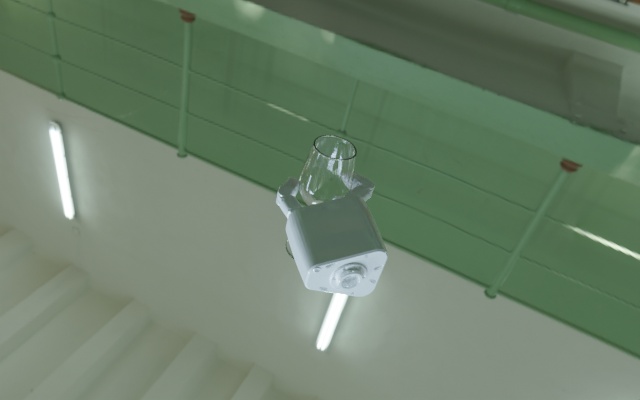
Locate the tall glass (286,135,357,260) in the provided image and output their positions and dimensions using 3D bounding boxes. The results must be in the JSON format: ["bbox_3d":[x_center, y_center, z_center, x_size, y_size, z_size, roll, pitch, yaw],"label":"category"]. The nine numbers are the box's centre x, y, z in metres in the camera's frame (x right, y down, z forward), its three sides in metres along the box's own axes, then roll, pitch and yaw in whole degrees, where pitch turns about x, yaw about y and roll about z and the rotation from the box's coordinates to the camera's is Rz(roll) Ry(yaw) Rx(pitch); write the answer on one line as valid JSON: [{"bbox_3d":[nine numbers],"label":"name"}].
[{"bbox_3d":[0.000,0.003,0.721,0.079,0.201,0.079,9,37,-7],"label":"tall glass"}]
